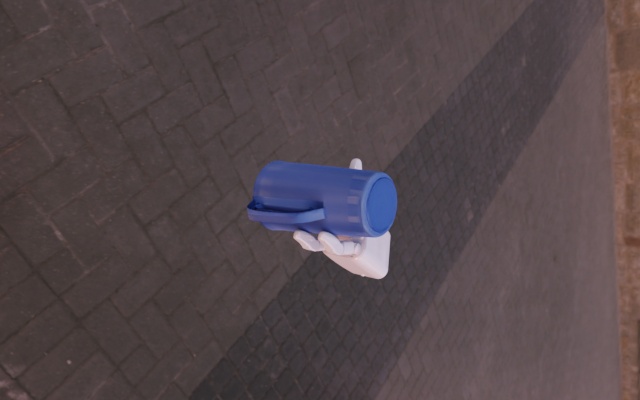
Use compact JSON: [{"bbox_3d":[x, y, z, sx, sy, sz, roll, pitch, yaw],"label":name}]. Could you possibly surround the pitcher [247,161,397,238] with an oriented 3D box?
[{"bbox_3d":[0.000,0.003,0.836,0.243,0.149,0.145,5,-25,39],"label":"pitcher"}]
